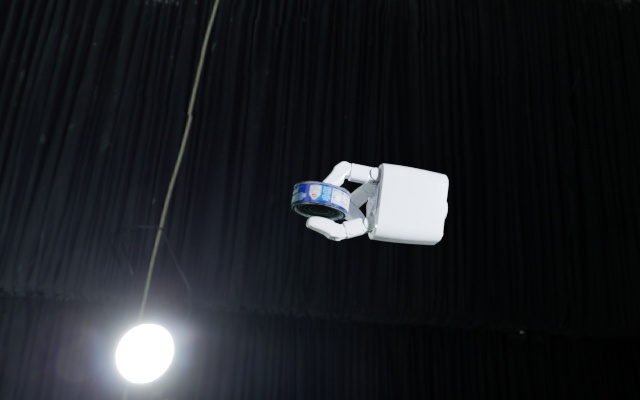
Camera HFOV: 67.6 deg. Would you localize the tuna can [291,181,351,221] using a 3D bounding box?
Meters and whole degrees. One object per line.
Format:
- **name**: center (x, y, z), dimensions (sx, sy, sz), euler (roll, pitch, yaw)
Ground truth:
- **tuna can**: center (0.000, 0.003, 0.708), dimensions (0.086, 0.033, 0.086), euler (8, -18, 3)
